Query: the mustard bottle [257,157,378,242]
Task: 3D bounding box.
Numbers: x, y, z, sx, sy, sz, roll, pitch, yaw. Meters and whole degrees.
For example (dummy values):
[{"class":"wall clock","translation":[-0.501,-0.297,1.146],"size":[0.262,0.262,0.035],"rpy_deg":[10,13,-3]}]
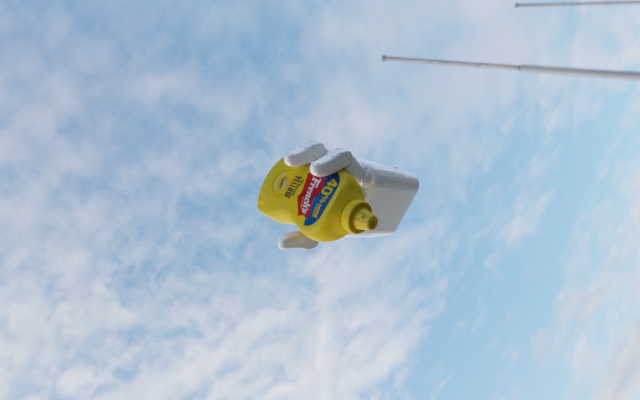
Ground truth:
[{"class":"mustard bottle","translation":[0.000,0.002,0.620],"size":[0.191,0.096,0.058],"rpy_deg":[22,-12,46]}]
